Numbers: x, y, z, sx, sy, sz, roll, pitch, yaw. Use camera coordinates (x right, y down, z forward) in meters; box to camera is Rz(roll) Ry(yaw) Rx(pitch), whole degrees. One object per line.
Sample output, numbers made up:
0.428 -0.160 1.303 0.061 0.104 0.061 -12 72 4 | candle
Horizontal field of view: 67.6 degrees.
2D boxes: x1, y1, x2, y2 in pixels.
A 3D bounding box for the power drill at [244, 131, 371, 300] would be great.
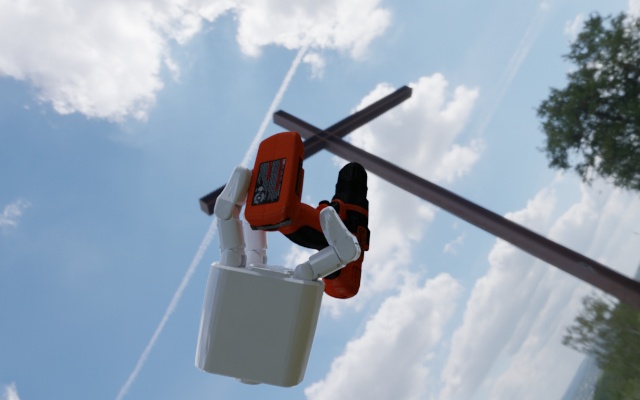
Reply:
0.000 0.002 0.551 0.057 0.184 0.188 -12 -33 31 | power drill
